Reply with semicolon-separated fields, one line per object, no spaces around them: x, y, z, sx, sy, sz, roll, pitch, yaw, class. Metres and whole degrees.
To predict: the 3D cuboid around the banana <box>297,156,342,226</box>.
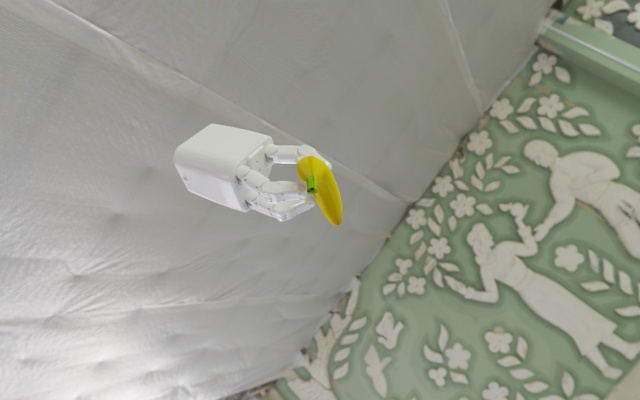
-0.001;-0.017;0.657;0.037;0.069;0.198;-5;-15;12;banana
